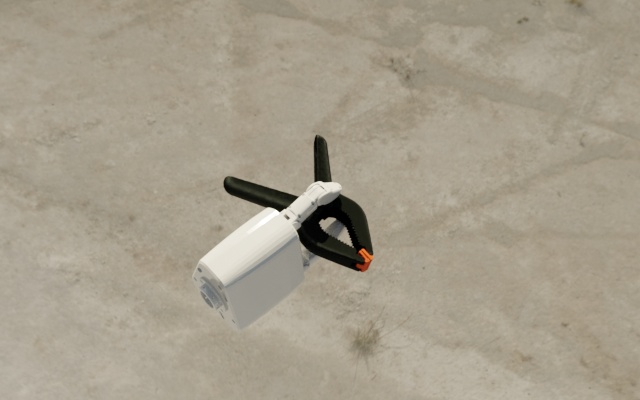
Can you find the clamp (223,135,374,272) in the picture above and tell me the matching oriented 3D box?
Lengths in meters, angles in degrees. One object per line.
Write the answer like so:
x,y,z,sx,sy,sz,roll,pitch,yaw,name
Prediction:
0.000,0.002,0.623,0.164,0.210,0.036,-37,-22,-30,clamp
